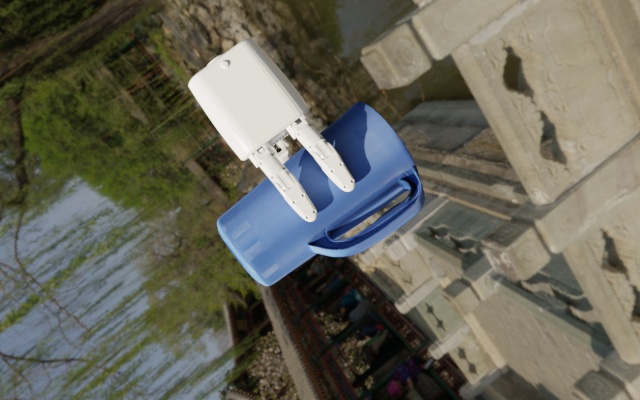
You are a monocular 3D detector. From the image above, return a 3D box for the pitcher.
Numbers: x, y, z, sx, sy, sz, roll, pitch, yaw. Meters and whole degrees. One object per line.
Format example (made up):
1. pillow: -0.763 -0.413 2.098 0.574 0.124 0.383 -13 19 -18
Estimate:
1. pitcher: 0.000 0.002 0.601 0.243 0.145 0.149 -38 8 -5
